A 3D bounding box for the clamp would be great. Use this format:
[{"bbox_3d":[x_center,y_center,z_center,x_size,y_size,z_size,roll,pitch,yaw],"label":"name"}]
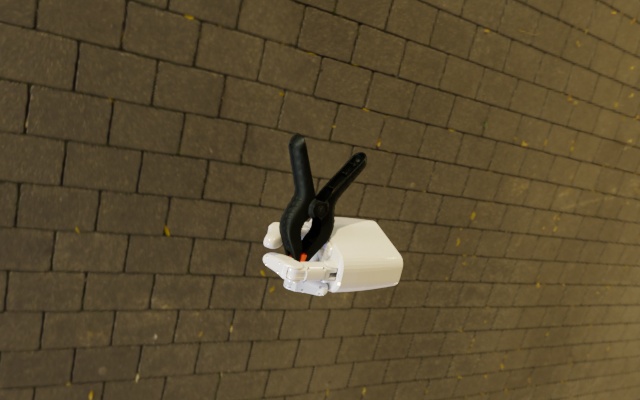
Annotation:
[{"bbox_3d":[0.000,0.002,0.619,0.120,0.171,0.039,3,18,-30],"label":"clamp"}]
